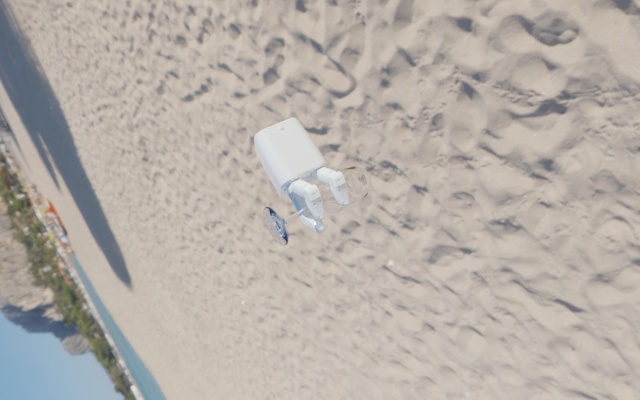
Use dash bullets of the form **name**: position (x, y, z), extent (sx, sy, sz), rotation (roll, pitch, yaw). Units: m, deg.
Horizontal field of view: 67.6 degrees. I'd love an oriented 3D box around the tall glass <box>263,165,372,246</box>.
- **tall glass**: position (0.000, 0.003, 0.861), extent (0.201, 0.079, 0.079), rotation (-28, 14, -28)
